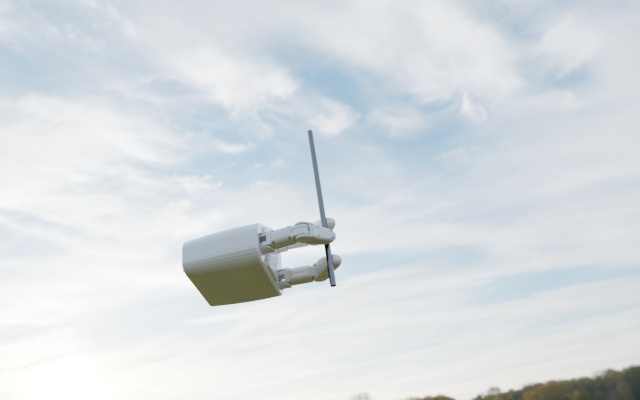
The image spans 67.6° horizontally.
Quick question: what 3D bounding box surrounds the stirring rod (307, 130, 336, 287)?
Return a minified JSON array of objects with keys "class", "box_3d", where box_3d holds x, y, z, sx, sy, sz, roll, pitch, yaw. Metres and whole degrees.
[{"class":"stirring rod","box_3d":[0.000,0.002,0.654,0.011,0.239,0.011,-7,-28,-4]}]
